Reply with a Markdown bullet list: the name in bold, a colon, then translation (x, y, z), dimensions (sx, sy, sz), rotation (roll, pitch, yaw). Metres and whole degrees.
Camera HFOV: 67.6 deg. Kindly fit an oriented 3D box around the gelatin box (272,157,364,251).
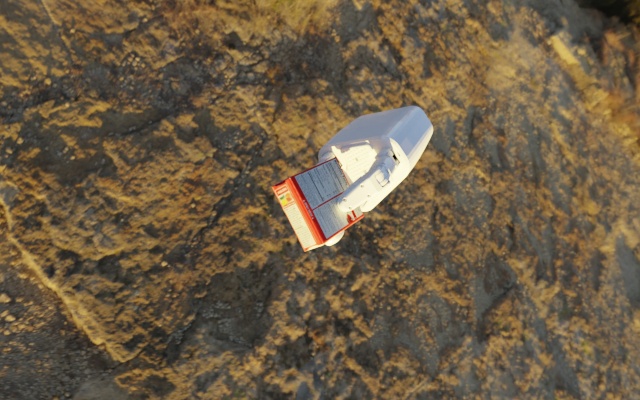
- **gelatin box**: translation (0.000, 0.002, 0.496), dimensions (0.030, 0.073, 0.089), rotation (-25, 3, 38)
